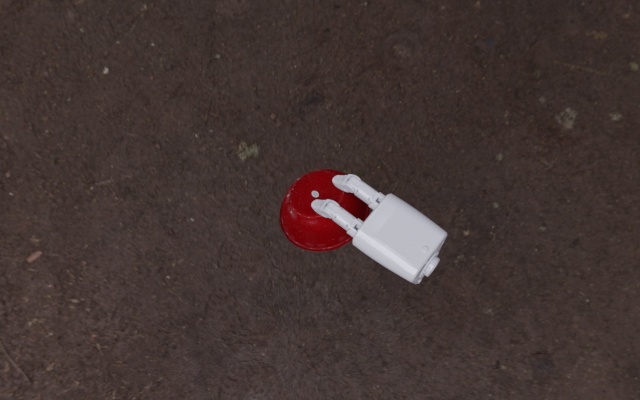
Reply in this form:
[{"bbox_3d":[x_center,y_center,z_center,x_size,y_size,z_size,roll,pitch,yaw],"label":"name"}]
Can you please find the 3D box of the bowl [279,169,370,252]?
[{"bbox_3d":[-0.001,0.002,0.803,0.162,0.162,0.055,0,-32,17],"label":"bowl"}]
